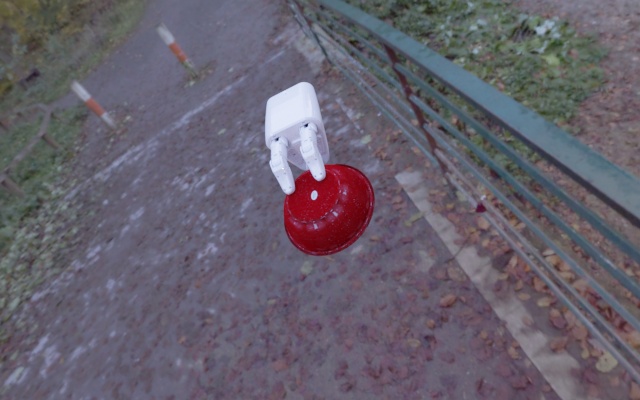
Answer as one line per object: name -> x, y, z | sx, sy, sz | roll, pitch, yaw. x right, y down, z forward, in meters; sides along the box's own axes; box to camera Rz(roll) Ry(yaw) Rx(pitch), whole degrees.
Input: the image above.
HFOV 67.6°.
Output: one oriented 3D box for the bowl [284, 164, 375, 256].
bowl -> 0.000, 0.003, 0.745 | 0.162, 0.162, 0.055 | 0, -24, 29
